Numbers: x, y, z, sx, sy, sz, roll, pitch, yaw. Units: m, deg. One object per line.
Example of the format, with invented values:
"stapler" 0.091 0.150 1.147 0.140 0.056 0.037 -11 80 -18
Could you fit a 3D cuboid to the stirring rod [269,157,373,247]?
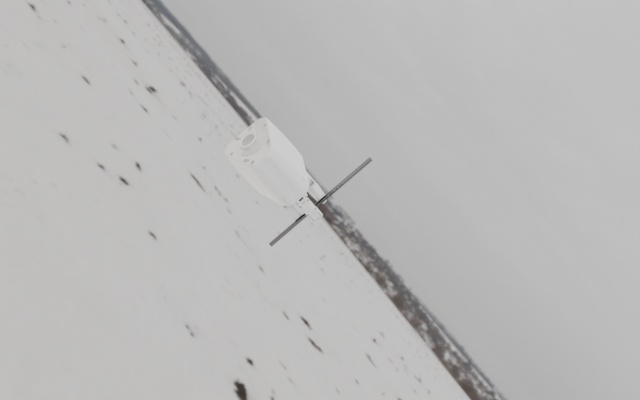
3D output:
"stirring rod" 0.000 0.003 0.866 0.239 0.011 0.011 -41 -1 1
